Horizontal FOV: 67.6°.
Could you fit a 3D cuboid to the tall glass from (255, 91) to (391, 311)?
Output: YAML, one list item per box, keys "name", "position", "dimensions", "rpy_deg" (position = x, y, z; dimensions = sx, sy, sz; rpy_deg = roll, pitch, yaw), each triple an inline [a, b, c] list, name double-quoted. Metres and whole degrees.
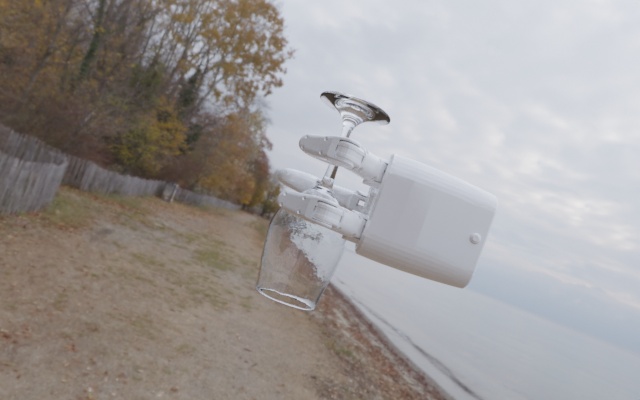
- name: "tall glass"
  position: [0.000, 0.001, 0.466]
  dimensions: [0.079, 0.201, 0.079]
  rpy_deg: [21, -4, 2]
